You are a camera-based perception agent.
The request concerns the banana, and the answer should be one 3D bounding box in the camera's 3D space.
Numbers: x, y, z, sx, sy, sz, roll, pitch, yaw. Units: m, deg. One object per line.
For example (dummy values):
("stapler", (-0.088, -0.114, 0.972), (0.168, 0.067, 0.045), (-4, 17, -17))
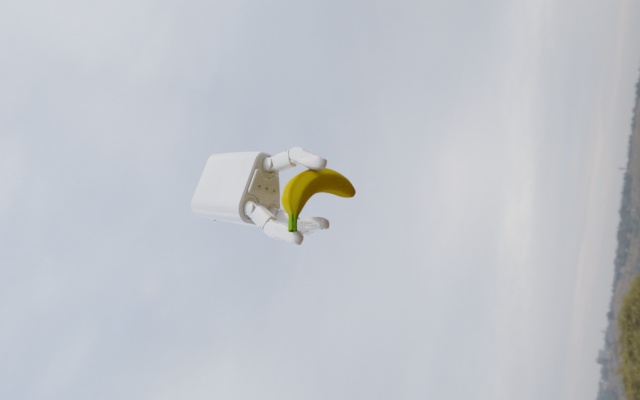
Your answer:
("banana", (-0.005, -0.015, 0.700), (0.037, 0.070, 0.197), (-2, 15, 32))
